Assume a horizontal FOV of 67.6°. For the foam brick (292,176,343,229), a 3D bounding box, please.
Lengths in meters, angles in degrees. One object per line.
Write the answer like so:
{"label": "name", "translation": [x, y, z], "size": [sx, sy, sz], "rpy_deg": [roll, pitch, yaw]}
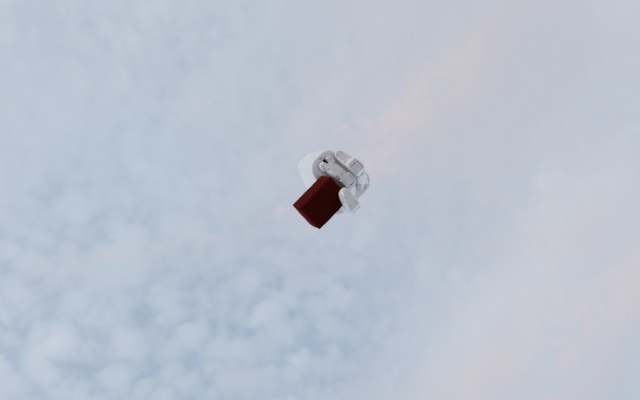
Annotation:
{"label": "foam brick", "translation": [0.000, 0.003, 0.822], "size": [0.078, 0.053, 0.051], "rpy_deg": [-45, 17, -10]}
